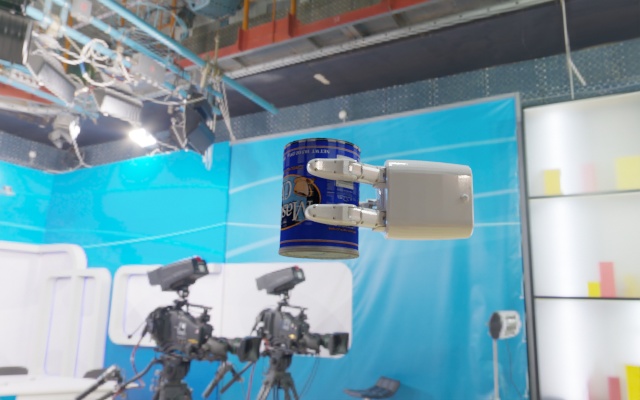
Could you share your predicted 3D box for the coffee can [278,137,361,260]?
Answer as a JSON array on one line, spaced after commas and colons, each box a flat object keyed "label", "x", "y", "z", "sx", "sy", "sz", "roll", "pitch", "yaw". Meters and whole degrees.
[{"label": "coffee can", "x": 0.000, "y": 0.002, "z": 0.617, "sx": 0.103, "sy": 0.140, "sz": 0.103, "roll": 2, "pitch": -12, "yaw": 0}]
